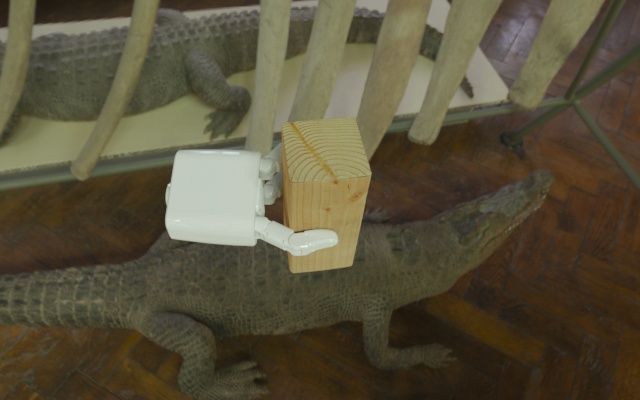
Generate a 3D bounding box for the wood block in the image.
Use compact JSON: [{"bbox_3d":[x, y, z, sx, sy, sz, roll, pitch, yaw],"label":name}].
[{"bbox_3d":[0.000,0.002,0.610,0.090,0.090,0.206,-6,-35,-7],"label":"wood block"}]
